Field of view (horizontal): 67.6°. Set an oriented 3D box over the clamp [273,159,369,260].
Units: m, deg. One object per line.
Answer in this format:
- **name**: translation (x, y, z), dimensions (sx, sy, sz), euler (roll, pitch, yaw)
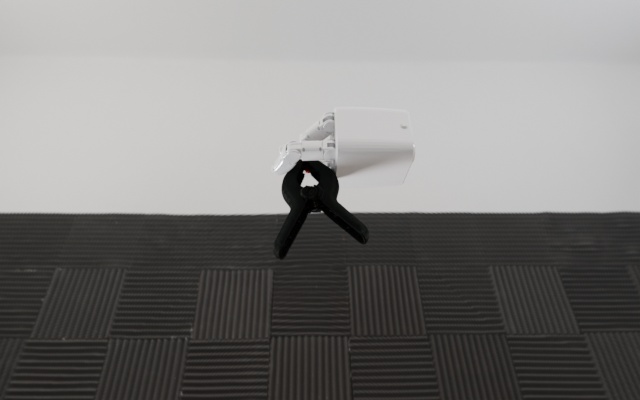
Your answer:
- **clamp**: translation (0.000, 0.002, 0.636), dimensions (0.120, 0.171, 0.039), euler (0, -38, -1)
